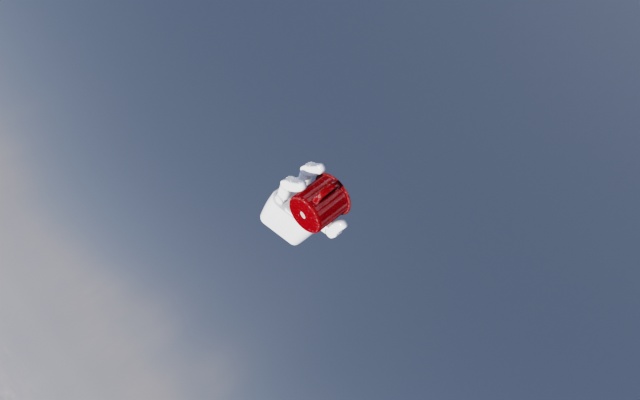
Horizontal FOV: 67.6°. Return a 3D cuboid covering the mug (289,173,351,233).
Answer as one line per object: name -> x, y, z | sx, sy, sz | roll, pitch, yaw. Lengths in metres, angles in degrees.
mug -> 0.001, 0.002, 0.883 | 0.081, 0.093, 0.117 | -37, -8, -31
